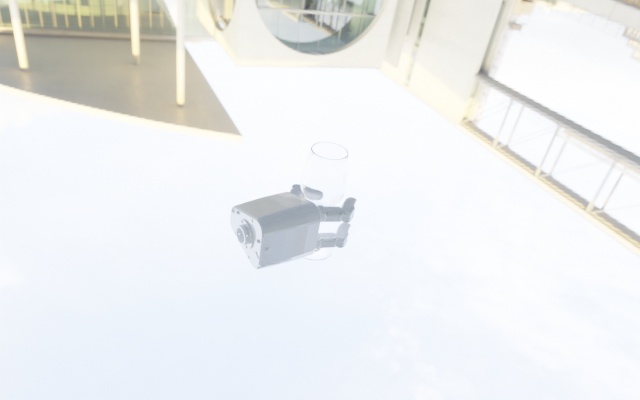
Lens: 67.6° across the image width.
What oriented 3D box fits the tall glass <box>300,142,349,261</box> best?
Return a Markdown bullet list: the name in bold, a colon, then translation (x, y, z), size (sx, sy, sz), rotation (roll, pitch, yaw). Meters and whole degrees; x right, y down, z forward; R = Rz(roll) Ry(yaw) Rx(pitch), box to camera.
- **tall glass**: translation (0.000, 0.003, 0.817), size (0.079, 0.201, 0.079), rotation (8, 32, -5)
